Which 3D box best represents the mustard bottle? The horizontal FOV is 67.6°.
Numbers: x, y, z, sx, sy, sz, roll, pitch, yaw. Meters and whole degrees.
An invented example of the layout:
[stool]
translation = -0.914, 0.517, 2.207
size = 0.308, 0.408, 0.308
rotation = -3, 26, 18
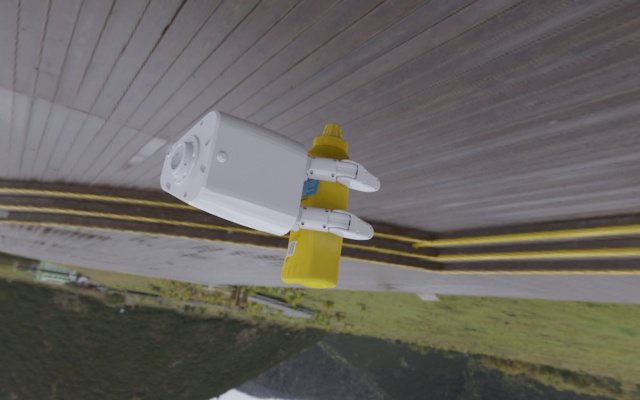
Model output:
[mustard bottle]
translation = 0.000, 0.002, 0.550
size = 0.058, 0.191, 0.096
rotation = 13, -14, -14
